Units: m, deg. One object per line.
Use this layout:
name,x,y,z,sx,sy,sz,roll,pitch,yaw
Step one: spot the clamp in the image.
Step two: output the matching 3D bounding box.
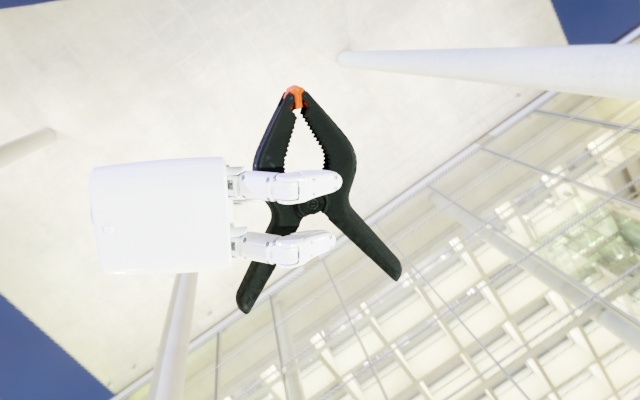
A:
clamp,0.000,0.001,0.441,0.164,0.210,0.036,-4,18,-13
